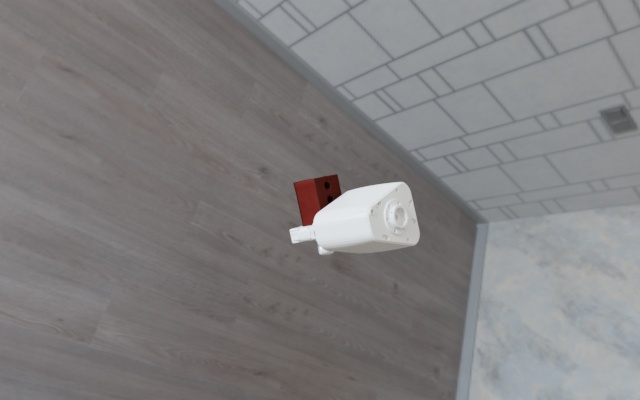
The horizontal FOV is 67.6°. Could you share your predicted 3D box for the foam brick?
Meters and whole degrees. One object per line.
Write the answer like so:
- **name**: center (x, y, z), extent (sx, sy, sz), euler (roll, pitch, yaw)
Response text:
- **foam brick**: center (0.000, 0.002, 0.743), extent (0.053, 0.078, 0.051), euler (-13, 0, -42)
